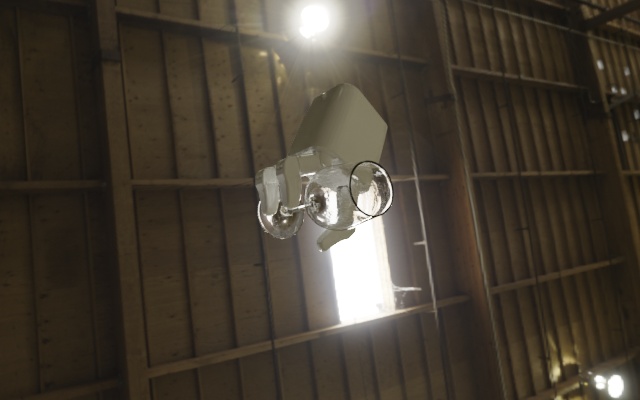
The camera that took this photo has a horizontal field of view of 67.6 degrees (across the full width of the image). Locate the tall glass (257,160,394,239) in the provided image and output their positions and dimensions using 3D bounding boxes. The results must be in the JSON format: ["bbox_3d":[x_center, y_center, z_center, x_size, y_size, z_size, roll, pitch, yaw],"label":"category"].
[{"bbox_3d":[0.000,0.002,0.591,0.079,0.079,0.201,0,-8,-34],"label":"tall glass"}]
